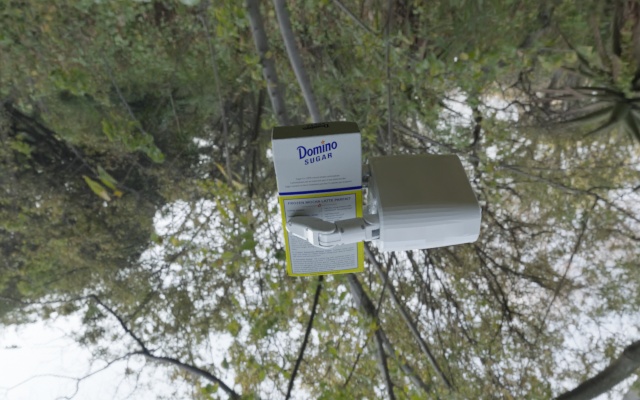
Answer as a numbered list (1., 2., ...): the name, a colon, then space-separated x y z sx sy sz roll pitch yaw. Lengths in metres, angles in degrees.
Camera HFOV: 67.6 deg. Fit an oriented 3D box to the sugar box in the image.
1. sugar box: 0.000 0.002 0.537 0.093 0.176 0.048 -4 27 -2
